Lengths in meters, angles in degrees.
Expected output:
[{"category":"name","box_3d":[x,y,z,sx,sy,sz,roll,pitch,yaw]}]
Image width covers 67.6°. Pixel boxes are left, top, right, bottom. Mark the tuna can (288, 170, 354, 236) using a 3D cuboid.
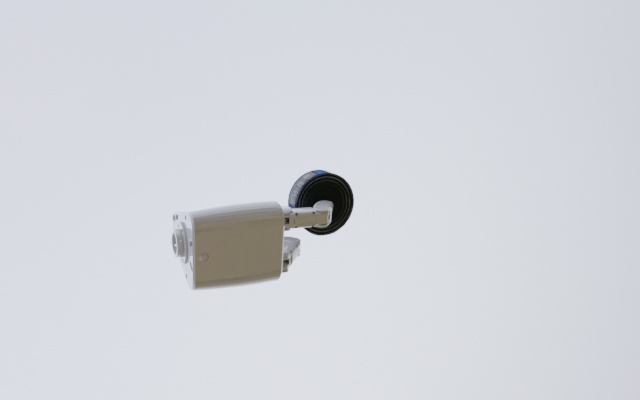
[{"category":"tuna can","box_3d":[0.000,0.002,0.647,0.086,0.086,0.033,0,13,-26]}]
